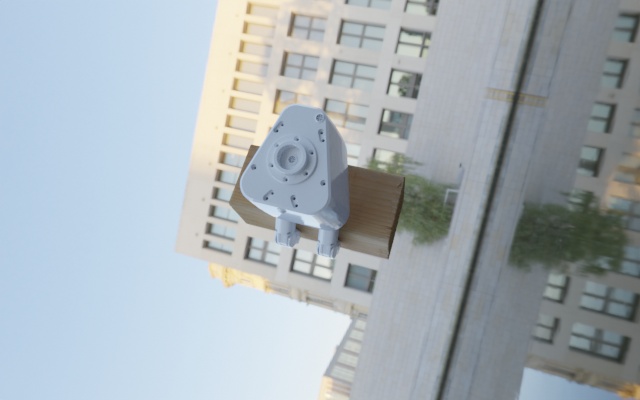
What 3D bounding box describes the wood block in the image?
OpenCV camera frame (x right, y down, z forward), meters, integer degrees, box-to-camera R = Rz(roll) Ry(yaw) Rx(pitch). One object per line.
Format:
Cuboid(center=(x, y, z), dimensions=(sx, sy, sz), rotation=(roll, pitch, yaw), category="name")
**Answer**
Cuboid(center=(0.000, 0.002, 0.631), dimensions=(0.206, 0.090, 0.090), rotation=(13, -17, 13), category="wood block")
